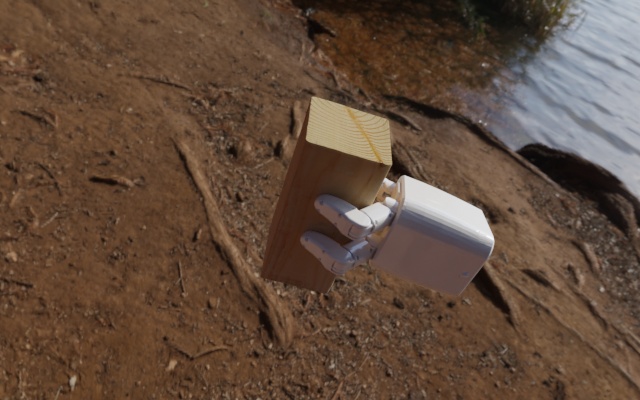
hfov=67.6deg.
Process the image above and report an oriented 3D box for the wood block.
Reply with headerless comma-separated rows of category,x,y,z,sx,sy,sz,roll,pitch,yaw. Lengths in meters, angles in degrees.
wood block,0.001,0.002,0.548,0.090,0.206,0.090,15,39,-8
